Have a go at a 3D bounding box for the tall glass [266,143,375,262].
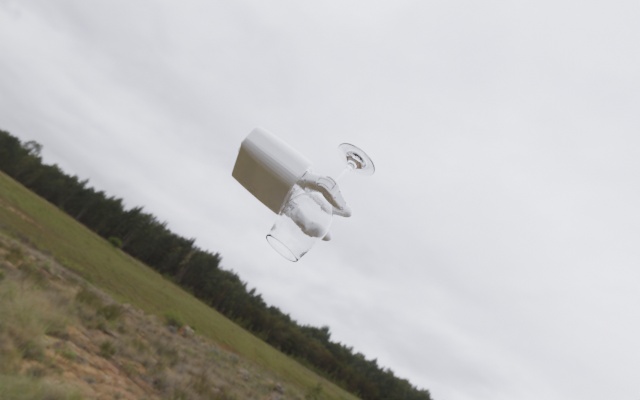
[{"bbox_3d":[0.001,0.002,0.757,0.079,0.201,0.079,33,-22,16],"label":"tall glass"}]
